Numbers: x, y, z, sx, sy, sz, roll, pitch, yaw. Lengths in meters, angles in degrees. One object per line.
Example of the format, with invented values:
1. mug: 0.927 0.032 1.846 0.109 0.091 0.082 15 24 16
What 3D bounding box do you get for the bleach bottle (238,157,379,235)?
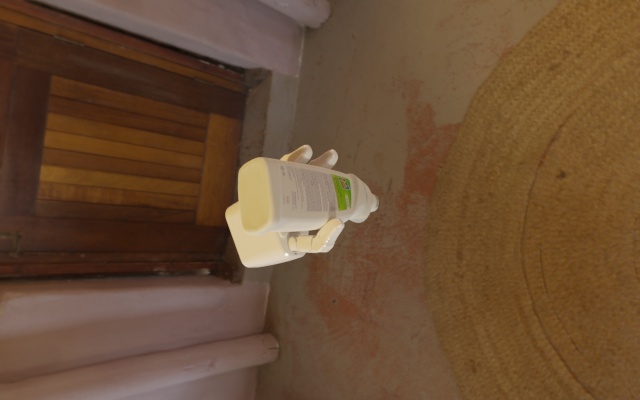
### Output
1. bleach bottle: 0.000 0.002 0.697 0.068 0.102 0.251 -19 -17 41
